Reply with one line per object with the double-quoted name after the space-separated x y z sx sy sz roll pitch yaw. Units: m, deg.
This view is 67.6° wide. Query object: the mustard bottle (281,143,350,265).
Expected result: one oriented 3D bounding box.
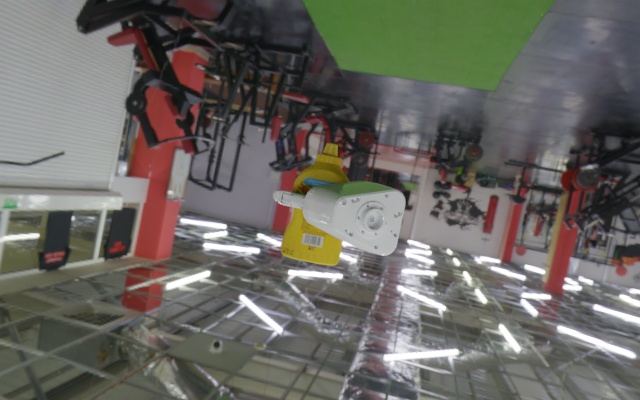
0.000 0.003 0.771 0.096 0.191 0.058 11 2 2 "mustard bottle"
